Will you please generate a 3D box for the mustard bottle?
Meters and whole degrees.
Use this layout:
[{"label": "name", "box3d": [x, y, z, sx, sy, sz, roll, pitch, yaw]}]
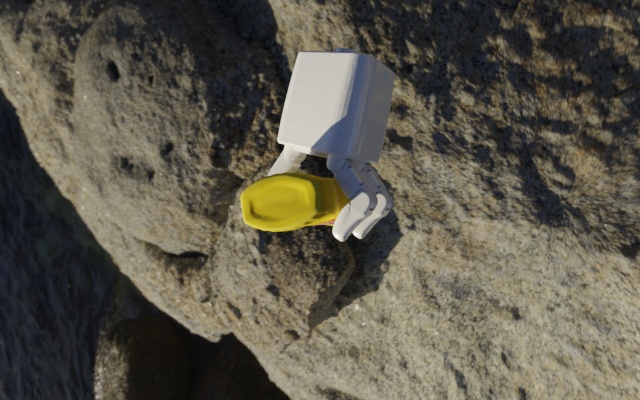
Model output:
[{"label": "mustard bottle", "box3d": [0.000, 0.002, 0.552, 0.096, 0.058, 0.191, -12, -5, 26]}]
